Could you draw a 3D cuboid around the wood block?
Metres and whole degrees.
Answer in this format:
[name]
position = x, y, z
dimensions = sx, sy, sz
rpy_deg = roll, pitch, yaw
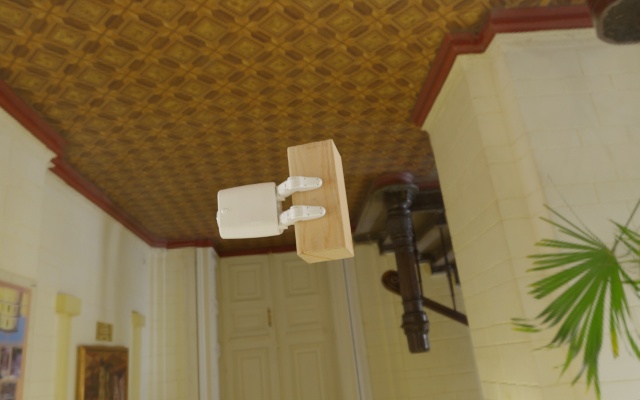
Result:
[wood block]
position = 0.000, 0.003, 0.893
dimensions = 0.090, 0.206, 0.091
rpy_deg = -10, -19, 10
